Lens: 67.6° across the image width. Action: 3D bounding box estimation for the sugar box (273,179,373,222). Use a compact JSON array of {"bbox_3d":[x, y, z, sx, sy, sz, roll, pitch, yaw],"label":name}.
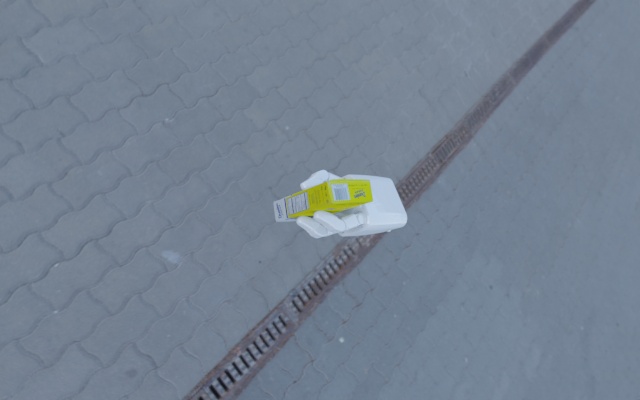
[{"bbox_3d":[0.000,0.003,0.852,0.093,0.048,0.176,-2,-13,-36],"label":"sugar box"}]
